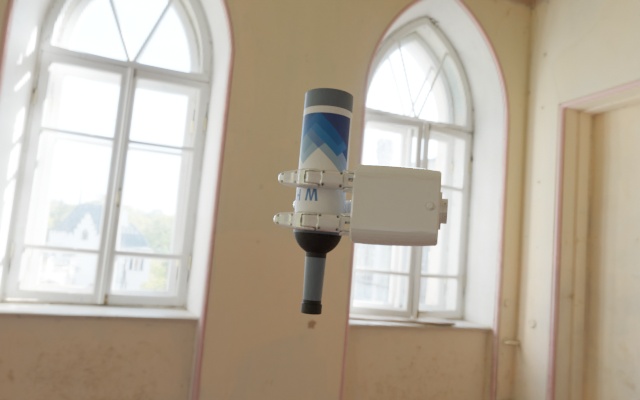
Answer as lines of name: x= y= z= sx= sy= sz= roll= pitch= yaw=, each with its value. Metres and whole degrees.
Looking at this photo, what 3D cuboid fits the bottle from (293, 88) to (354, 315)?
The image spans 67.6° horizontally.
bottle: x=0.000 y=0.002 z=0.641 sx=0.069 sy=0.295 sz=0.069 roll=5 pitch=-6 yaw=1
